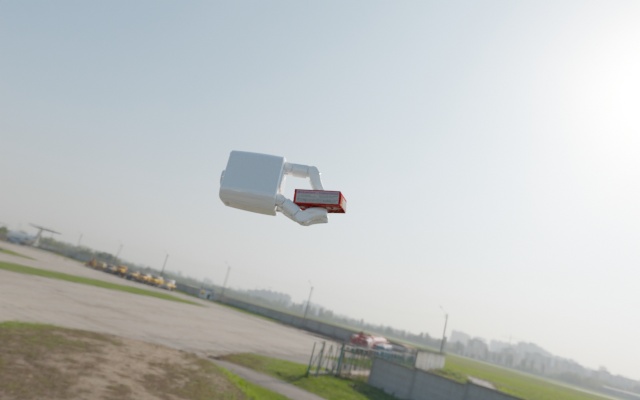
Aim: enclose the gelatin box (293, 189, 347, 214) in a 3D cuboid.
[{"bbox_3d":[0.001,0.003,0.897,0.089,0.030,0.073,2,-14,12],"label":"gelatin box"}]
